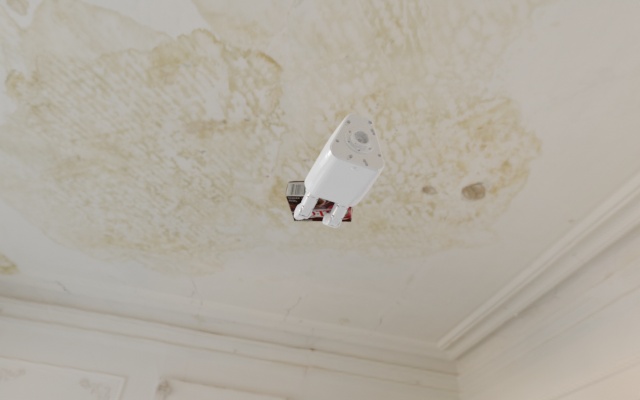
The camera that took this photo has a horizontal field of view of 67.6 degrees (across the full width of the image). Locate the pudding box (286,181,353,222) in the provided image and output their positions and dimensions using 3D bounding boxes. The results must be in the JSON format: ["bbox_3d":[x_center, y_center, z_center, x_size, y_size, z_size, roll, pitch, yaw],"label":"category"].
[{"bbox_3d":[0.000,0.003,0.871,0.113,0.039,0.090,2,-33,10],"label":"pudding box"}]
